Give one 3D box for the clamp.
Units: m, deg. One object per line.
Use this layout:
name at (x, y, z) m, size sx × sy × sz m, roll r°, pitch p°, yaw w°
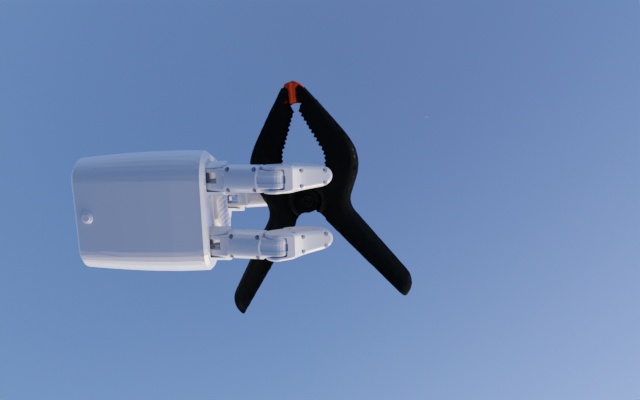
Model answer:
clamp at (0.000, 0.001, 0.427) m, size 0.164 × 0.210 × 0.036 m, roll -1°, pitch 12°, yaw 2°
